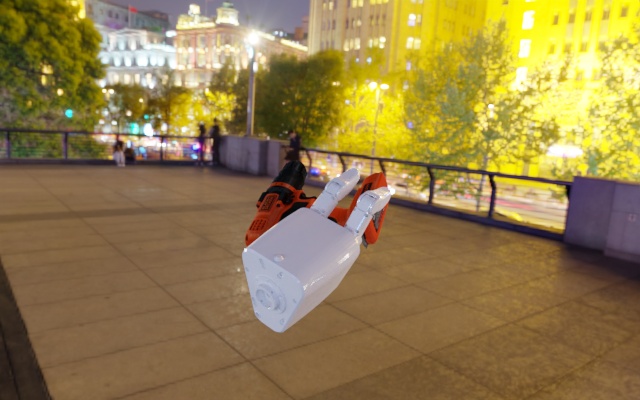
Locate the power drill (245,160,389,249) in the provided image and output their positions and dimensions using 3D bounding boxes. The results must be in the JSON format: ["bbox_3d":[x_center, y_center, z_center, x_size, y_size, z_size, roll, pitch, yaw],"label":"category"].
[{"bbox_3d":[0.000,0.002,0.688,0.187,0.057,0.184,-3,43,25],"label":"power drill"}]
